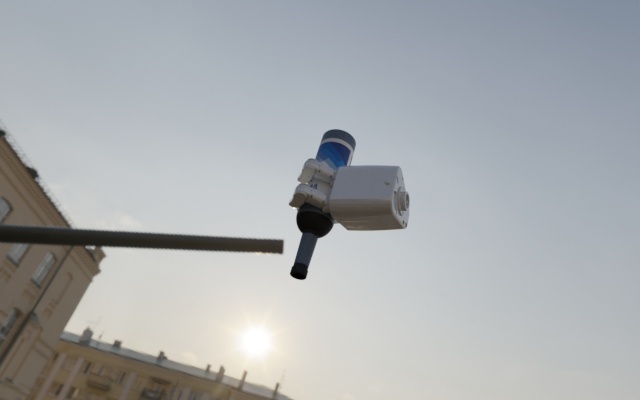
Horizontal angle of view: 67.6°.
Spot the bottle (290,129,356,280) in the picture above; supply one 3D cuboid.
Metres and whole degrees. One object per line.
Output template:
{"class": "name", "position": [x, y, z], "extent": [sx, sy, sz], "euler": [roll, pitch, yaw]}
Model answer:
{"class": "bottle", "position": [0.000, 0.003, 0.832], "extent": [0.069, 0.295, 0.069], "euler": [12, -35, 8]}
